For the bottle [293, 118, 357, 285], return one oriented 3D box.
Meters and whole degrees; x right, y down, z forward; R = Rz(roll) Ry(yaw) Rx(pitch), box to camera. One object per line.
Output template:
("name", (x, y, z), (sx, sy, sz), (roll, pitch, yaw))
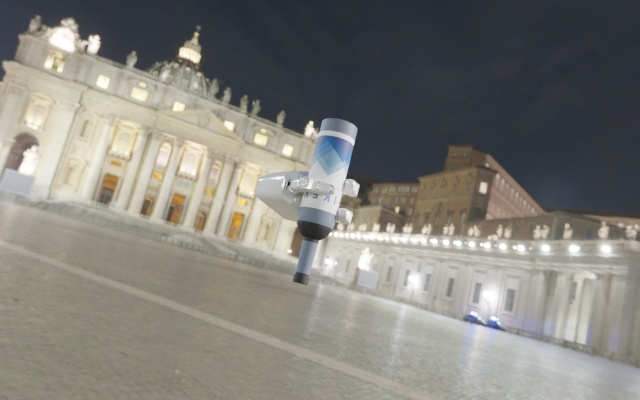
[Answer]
("bottle", (0.000, 0.003, 0.849), (0.069, 0.295, 0.069), (14, -11, 3))
